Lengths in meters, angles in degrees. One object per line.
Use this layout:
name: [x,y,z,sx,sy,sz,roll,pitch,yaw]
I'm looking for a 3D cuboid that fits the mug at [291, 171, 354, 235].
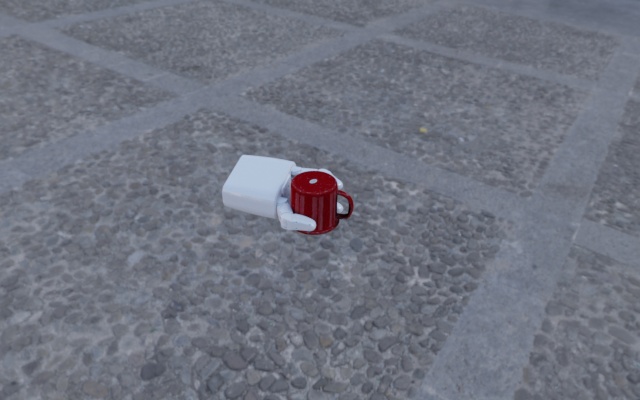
mug: [0.002,0.003,0.835,0.117,0.082,0.093,10,35,12]
